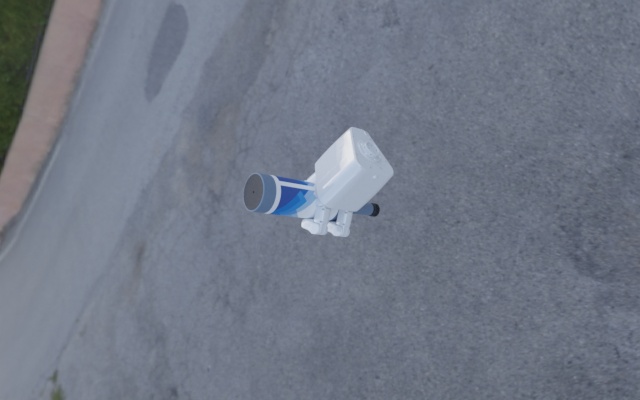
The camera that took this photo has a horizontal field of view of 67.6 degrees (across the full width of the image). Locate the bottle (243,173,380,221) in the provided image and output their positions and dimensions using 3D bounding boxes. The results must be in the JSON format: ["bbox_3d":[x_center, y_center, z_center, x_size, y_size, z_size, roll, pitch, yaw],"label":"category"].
[{"bbox_3d":[0.000,0.003,0.890,0.296,0.069,0.069,9,-6,-39],"label":"bottle"}]
